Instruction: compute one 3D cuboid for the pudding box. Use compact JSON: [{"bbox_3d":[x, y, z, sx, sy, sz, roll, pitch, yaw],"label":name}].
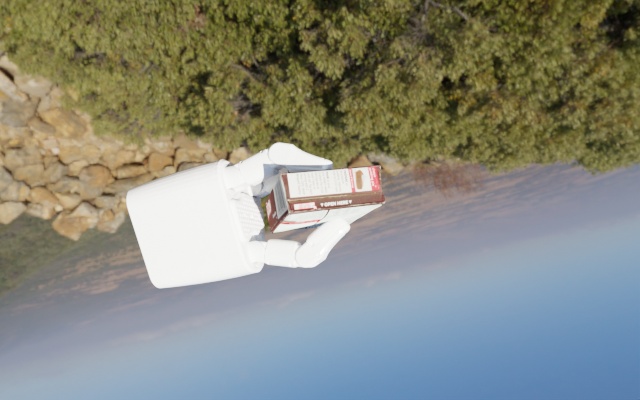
[{"bbox_3d":[0.000,0.002,0.453,0.090,0.039,0.113,-7,-9,-15],"label":"pudding box"}]
